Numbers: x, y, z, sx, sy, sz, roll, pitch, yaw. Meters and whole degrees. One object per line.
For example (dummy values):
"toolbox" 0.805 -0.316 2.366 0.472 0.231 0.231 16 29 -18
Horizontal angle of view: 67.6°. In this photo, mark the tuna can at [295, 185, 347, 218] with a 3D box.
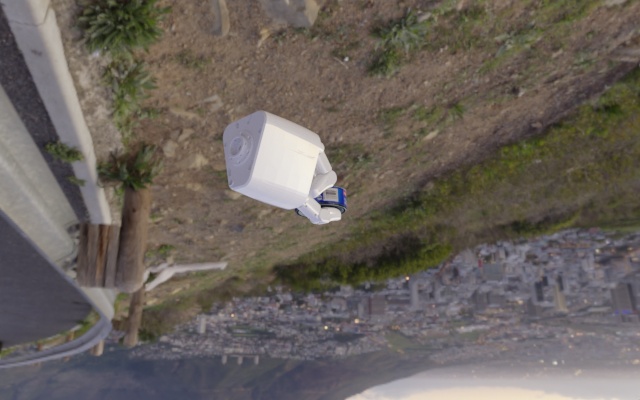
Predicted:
"tuna can" 0.000 0.003 0.777 0.086 0.033 0.086 -3 -17 -1
